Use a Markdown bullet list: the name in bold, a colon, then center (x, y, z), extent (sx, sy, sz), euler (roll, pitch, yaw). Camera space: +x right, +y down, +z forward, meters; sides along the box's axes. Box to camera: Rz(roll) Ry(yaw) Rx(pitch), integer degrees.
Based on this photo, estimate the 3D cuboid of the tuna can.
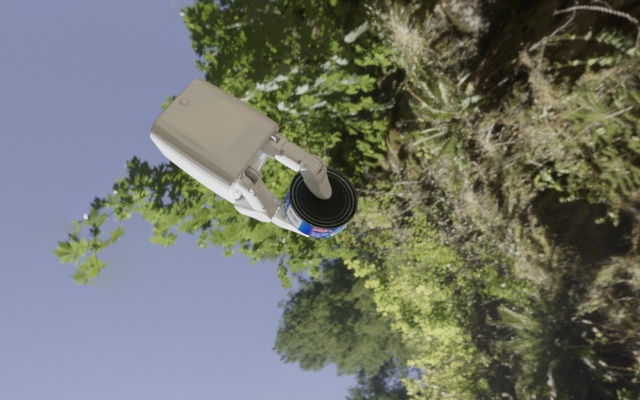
- **tuna can**: center (0.000, 0.002, 0.581), extent (0.086, 0.086, 0.034), euler (0, -27, -17)
